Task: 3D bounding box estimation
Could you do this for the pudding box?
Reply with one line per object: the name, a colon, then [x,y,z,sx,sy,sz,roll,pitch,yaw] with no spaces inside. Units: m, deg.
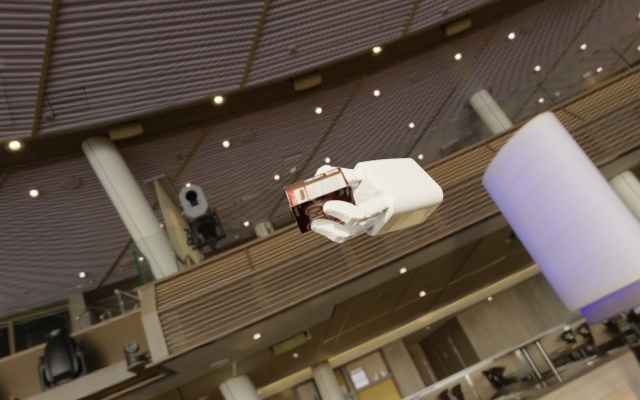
pudding box: [0.000,0.002,0.715,0.090,0.039,0.113,-21,-26,-3]
